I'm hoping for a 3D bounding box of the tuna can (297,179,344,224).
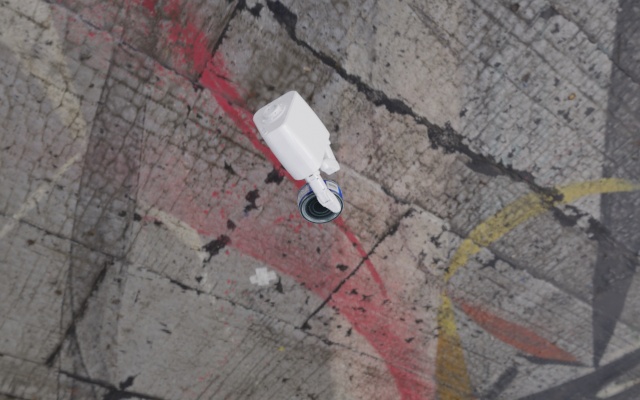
[{"bbox_3d":[0.000,0.003,0.889,0.086,0.086,0.033,0,41,-10],"label":"tuna can"}]
